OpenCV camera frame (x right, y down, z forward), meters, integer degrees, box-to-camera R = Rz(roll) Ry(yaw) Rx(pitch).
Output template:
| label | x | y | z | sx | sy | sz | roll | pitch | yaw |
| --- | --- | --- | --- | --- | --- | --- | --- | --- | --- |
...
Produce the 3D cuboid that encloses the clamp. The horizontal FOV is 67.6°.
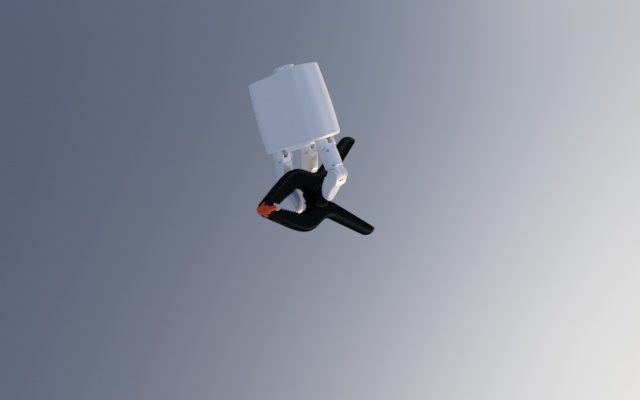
| label | x | y | z | sx | sy | sz | roll | pitch | yaw |
| --- | --- | --- | --- | --- | --- | --- | --- | --- | --- |
| clamp | 0.000 | 0.002 | 0.734 | 0.210 | 0.164 | 0.036 | -24 | 8 | -38 |
